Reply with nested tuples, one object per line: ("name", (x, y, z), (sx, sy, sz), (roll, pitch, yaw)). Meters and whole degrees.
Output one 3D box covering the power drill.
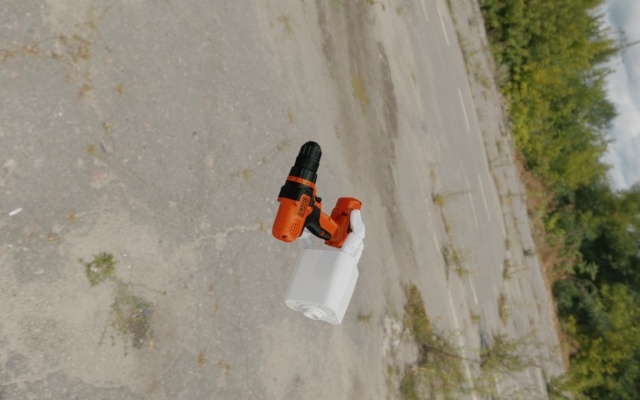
("power drill", (0.000, 0.003, 0.887), (0.057, 0.184, 0.188), (13, -9, 42))
